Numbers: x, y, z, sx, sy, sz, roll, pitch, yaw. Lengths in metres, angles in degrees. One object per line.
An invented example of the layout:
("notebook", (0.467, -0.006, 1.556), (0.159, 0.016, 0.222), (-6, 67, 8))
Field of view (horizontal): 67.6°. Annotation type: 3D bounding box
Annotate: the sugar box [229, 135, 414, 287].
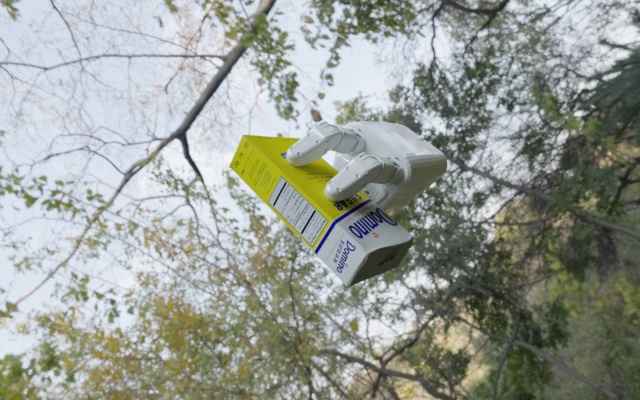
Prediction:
("sugar box", (0.000, 0.001, 0.465), (0.176, 0.048, 0.093), (40, 26, 26))
